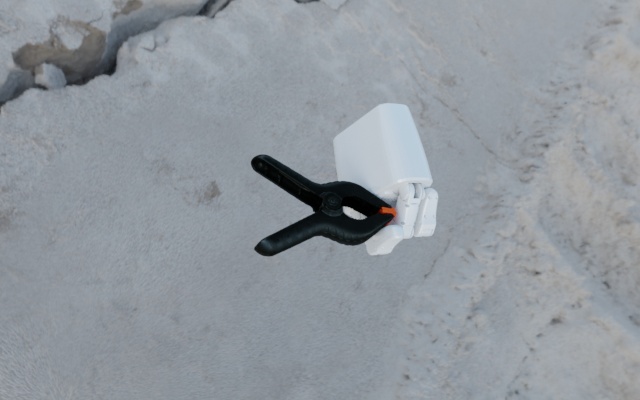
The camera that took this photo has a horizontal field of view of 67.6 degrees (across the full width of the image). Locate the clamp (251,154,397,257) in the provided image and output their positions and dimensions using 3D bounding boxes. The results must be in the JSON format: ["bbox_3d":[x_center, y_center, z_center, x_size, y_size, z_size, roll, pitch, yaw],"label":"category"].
[{"bbox_3d":[0.000,0.002,0.527,0.171,0.120,0.039,0,-26,-29],"label":"clamp"}]
